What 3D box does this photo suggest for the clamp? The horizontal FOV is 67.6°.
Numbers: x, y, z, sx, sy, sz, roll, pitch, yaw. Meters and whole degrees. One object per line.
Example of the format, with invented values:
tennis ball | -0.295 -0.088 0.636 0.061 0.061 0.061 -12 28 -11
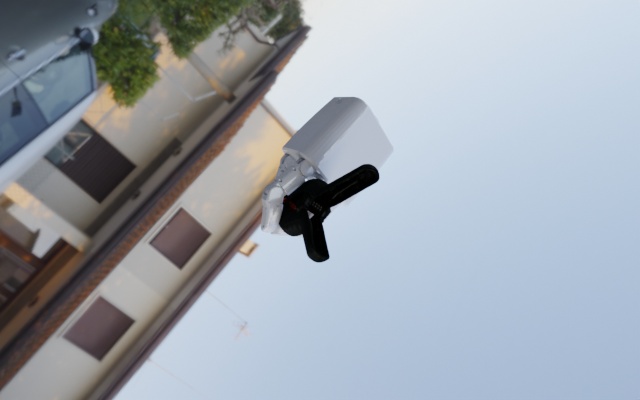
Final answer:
clamp | 0.000 0.002 0.562 0.039 0.120 0.171 46 -9 -25
